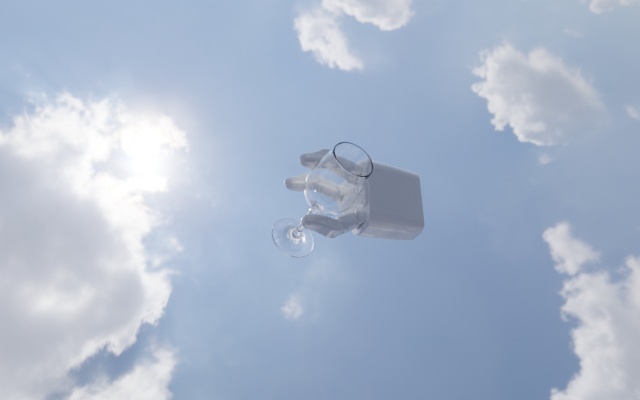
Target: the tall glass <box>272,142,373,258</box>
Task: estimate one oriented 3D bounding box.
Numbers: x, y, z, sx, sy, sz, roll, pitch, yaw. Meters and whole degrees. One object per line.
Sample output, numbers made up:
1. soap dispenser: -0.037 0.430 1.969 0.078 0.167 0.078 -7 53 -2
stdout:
1. tall glass: 0.000 0.003 0.707 0.079 0.079 0.201 0 -36 -33
